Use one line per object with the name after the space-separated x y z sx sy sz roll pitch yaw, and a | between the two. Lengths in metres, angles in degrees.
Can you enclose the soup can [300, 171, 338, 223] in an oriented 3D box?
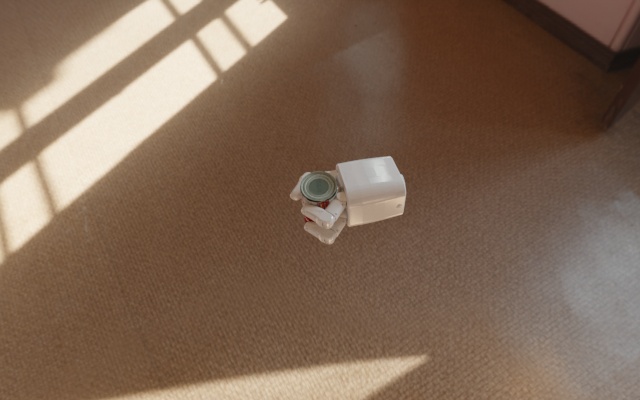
0.000 0.003 0.871 0.068 0.068 0.102 0 -34 4 | soup can
